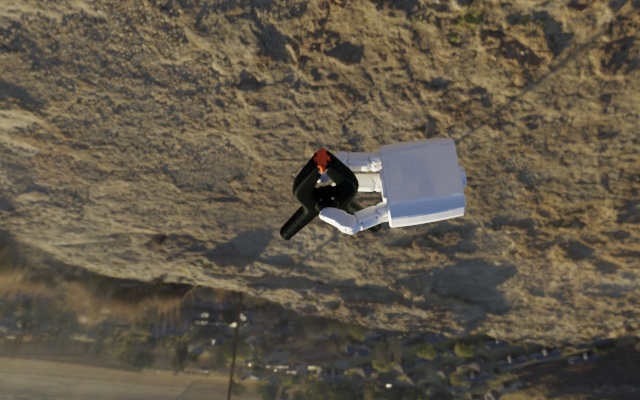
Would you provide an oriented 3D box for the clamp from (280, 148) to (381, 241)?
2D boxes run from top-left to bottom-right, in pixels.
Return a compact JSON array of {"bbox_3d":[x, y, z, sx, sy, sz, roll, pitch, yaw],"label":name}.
[{"bbox_3d":[0.000,0.003,0.709,0.164,0.036,0.210,-10,-34,7],"label":"clamp"}]
